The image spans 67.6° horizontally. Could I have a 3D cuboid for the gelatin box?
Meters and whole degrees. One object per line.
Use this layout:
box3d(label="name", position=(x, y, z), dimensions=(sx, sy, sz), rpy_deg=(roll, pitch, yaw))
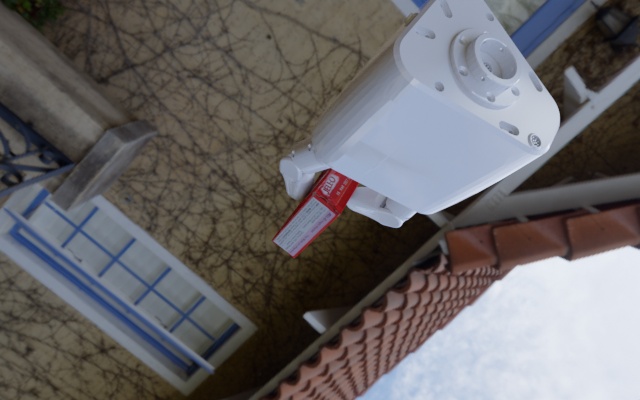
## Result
box3d(label="gelatin box", position=(0.000, 0.002, 0.426), dimensions=(0.089, 0.030, 0.073), rpy_deg=(-48, 5, 48))
